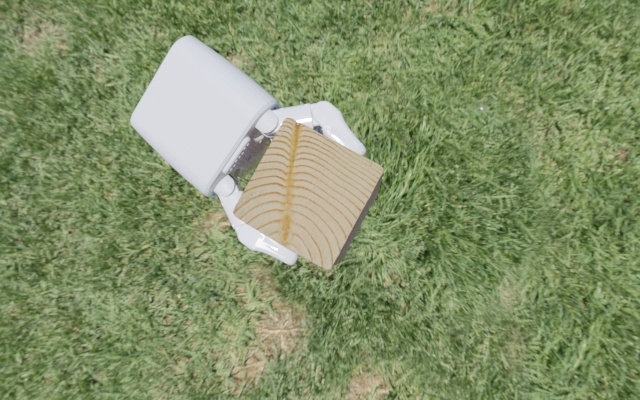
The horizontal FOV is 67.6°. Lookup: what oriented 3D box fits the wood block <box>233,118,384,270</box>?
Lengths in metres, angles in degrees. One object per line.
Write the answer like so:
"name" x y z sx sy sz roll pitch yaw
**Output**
"wood block" 0.000 0.002 0.465 0.090 0.091 0.206 29 -1 7
